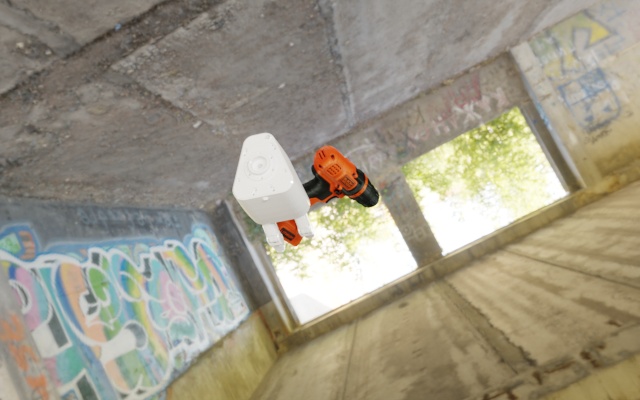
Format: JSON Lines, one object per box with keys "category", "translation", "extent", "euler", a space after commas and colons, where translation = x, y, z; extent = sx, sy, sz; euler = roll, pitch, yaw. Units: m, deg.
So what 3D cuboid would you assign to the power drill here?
{"category": "power drill", "translation": [0.000, 0.003, 0.862], "extent": [0.188, 0.057, 0.184], "euler": [-38, -44, 12]}
